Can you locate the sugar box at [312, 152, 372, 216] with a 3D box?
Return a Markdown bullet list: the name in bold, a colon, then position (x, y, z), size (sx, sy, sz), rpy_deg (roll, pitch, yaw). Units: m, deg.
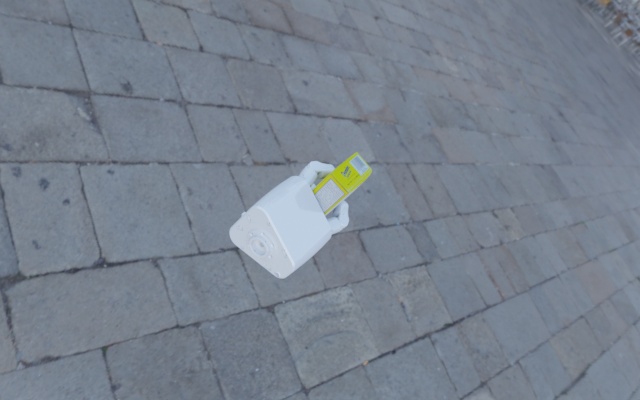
- **sugar box**: position (0.000, 0.002, 0.770), size (0.176, 0.048, 0.093), rpy_deg (-40, 0, 39)
